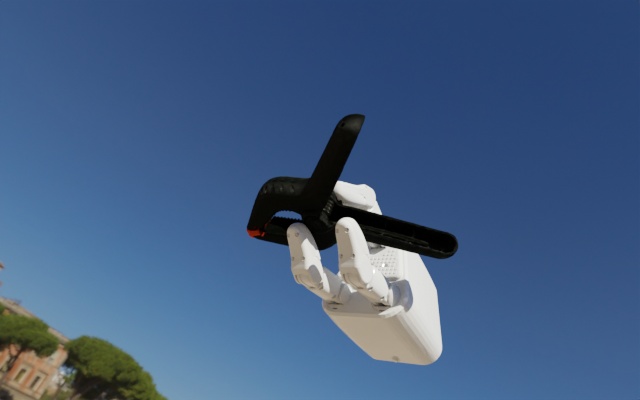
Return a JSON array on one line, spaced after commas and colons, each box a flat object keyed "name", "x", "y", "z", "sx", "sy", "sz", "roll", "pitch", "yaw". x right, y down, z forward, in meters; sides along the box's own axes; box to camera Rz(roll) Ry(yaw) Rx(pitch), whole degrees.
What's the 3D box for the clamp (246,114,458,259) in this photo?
[{"name": "clamp", "x": 0.000, "y": 0.001, "z": 0.440, "sx": 0.210, "sy": 0.036, "sz": 0.165, "roll": -7, "pitch": -46, "yaw": 37}]
